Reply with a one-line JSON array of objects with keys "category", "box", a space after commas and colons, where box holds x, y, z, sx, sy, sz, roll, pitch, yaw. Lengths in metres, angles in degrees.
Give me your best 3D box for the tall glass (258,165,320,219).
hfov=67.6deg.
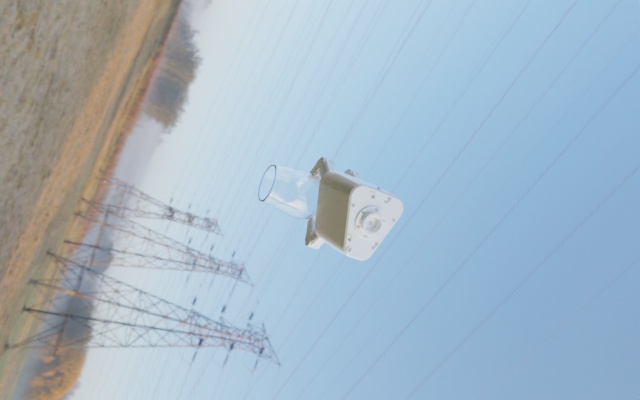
[{"category": "tall glass", "box": [0.001, 0.003, 0.794, 0.201, 0.079, 0.079, 20, -9, -25]}]
